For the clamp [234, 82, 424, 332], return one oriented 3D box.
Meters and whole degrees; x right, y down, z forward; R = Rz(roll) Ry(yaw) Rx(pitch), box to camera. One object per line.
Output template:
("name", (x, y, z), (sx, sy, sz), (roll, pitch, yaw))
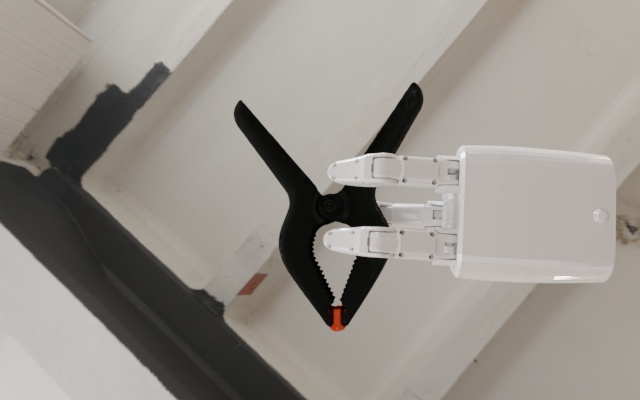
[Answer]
("clamp", (0.000, 0.002, 0.408), (0.164, 0.210, 0.036), (3, -5, 9))
